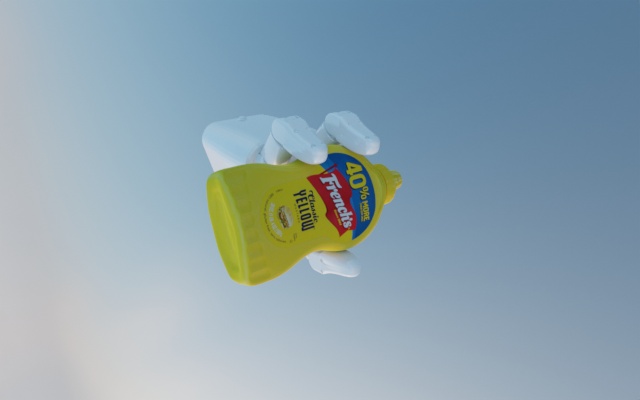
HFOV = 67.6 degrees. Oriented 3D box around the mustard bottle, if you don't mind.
[{"bbox_3d":[0.000,0.002,0.428,0.191,0.096,0.058,-17,6,-34],"label":"mustard bottle"}]
